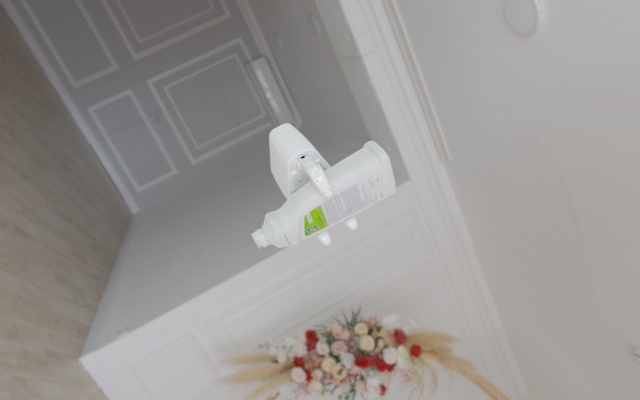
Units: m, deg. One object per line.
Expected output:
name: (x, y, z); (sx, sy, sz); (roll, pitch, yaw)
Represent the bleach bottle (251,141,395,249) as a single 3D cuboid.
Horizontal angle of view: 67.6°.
bleach bottle: (0.000, 0.003, 0.793); (0.251, 0.103, 0.068); (-28, 43, -9)
